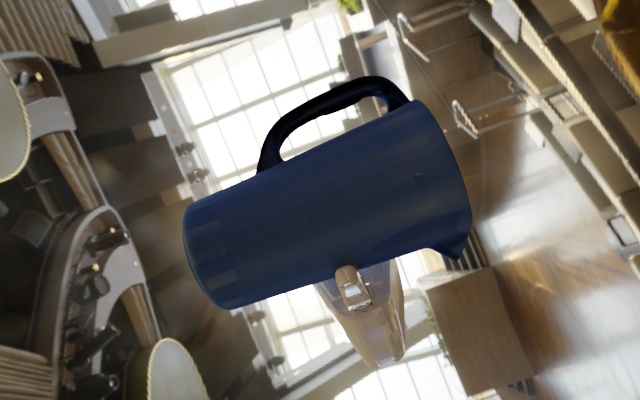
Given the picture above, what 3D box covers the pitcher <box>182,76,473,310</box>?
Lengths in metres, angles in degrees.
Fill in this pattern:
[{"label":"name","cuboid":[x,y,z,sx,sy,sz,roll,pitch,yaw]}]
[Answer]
[{"label":"pitcher","cuboid":[0.000,0.002,0.444,0.243,0.145,0.149,-21,40,3]}]
